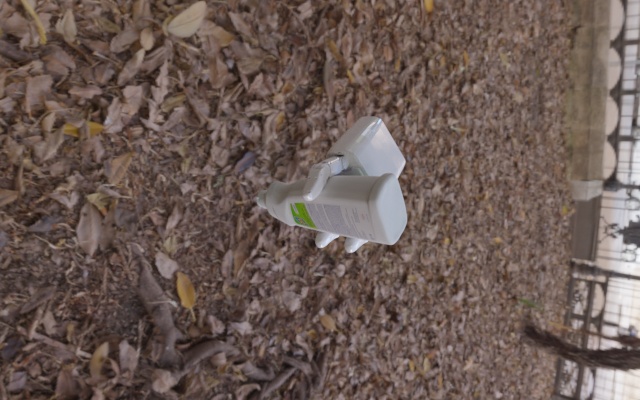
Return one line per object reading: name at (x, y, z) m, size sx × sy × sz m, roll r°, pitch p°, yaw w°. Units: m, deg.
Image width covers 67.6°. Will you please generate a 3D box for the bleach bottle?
bleach bottle at (0.000, 0.002, 0.725) m, size 0.251 × 0.103 × 0.068 m, roll 7°, pitch 44°, yaw 35°
